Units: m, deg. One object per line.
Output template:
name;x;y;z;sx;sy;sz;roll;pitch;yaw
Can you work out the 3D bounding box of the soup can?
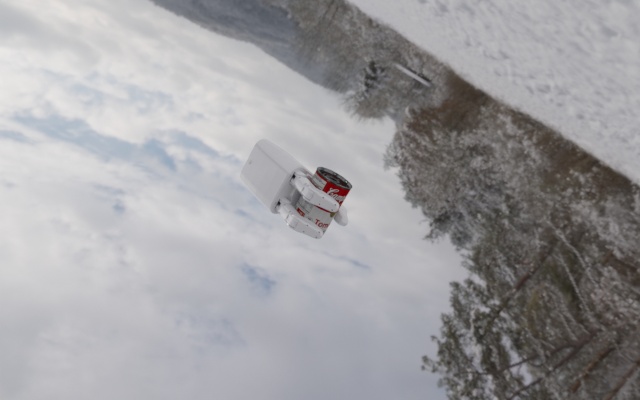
soup can;0.000;0.003;0.815;0.068;0.102;0.068;28;16;-9
